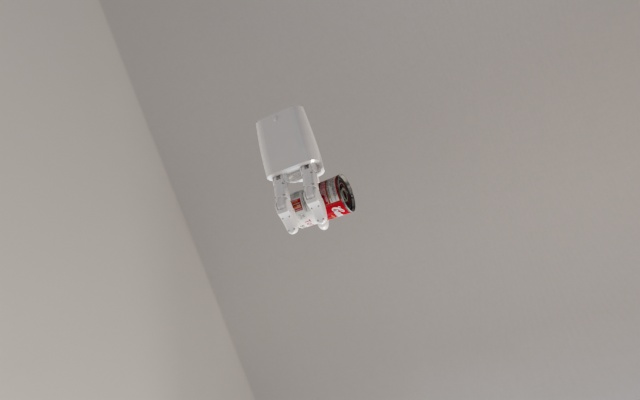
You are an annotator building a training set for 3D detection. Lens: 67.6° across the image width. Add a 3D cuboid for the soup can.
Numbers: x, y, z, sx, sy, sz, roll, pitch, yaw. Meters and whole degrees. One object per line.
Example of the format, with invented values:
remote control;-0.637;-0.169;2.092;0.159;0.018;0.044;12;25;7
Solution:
soup can;0.000;0.003;0.821;0.102;0.068;0.068;-19;-7;20
